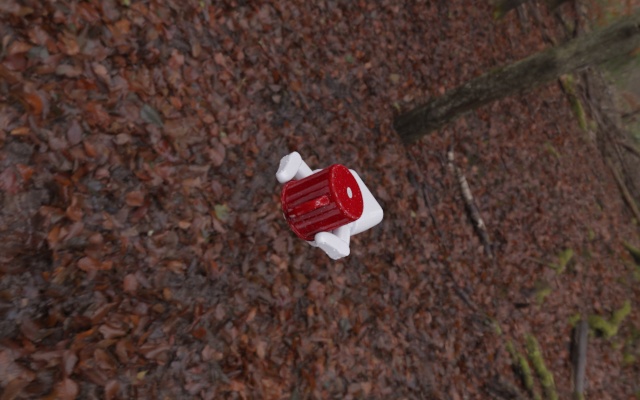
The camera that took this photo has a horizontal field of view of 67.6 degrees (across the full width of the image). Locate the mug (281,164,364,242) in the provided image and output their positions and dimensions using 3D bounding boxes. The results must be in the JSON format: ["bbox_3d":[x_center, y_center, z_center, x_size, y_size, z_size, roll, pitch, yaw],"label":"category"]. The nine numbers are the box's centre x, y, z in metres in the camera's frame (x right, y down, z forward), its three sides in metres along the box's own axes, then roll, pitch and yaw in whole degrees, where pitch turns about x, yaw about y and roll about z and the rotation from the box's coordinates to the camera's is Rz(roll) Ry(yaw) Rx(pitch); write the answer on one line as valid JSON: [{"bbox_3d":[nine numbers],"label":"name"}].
[{"bbox_3d":[0.000,0.002,0.643,0.081,0.093,0.117,-23,-4,30],"label":"mug"}]
